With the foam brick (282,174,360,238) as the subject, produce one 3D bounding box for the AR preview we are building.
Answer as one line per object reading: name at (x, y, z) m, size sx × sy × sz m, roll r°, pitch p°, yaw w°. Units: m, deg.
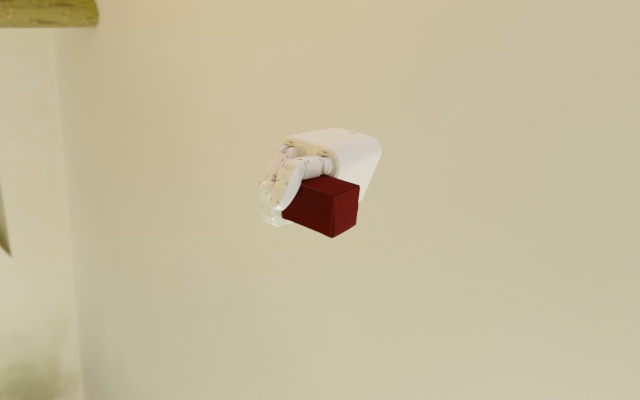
foam brick at (0.000, 0.002, 0.557) m, size 0.078 × 0.053 × 0.051 m, roll 20°, pitch 27°, yaw 34°
